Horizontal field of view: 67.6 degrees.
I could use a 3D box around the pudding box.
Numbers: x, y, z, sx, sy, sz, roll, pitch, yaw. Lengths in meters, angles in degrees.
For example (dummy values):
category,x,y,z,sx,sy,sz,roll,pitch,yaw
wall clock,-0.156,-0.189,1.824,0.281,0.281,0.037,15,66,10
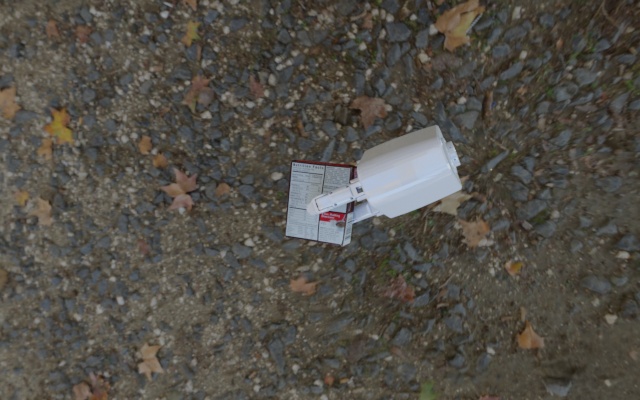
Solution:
category,x,y,z,sx,sy,sz,roll,pitch,yaw
pudding box,0.000,0.002,0.668,0.090,0.113,0.039,8,6,18
